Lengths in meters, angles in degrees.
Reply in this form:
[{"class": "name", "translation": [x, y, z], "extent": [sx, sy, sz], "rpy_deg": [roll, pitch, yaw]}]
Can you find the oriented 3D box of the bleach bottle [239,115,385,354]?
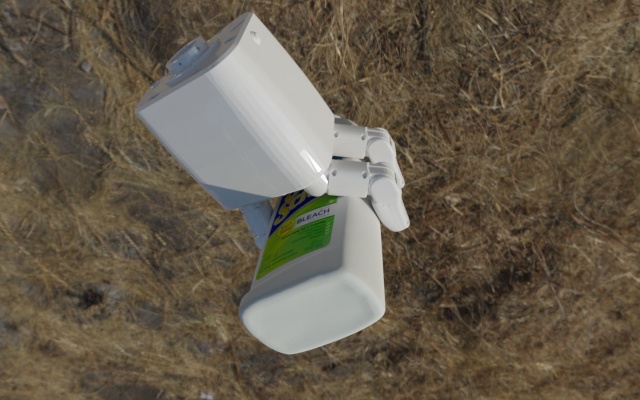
[{"class": "bleach bottle", "translation": [0.000, 0.001, 0.420], "extent": [0.102, 0.068, 0.250], "rpy_deg": [-27, 33, 22]}]
